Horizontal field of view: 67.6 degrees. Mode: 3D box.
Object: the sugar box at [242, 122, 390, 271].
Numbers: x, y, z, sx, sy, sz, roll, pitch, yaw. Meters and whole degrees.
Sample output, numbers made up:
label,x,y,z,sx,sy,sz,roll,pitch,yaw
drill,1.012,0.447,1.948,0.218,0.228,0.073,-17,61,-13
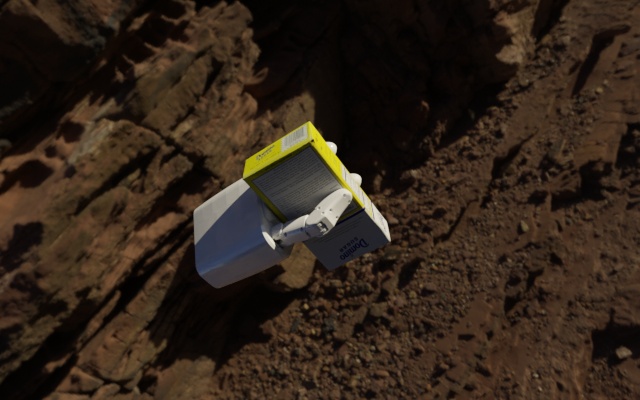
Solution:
label,x,y,z,sx,sy,sz,roll,pitch,yaw
sugar box,0.000,0.001,0.565,0.093,0.048,0.176,-28,-54,18
